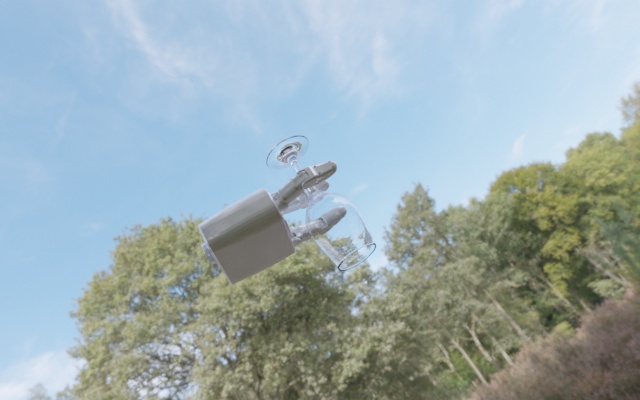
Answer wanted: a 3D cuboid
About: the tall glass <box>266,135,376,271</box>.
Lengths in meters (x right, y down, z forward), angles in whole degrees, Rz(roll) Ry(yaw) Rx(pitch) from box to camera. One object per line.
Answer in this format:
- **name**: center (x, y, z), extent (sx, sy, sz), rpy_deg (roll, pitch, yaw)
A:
- **tall glass**: center (0.000, 0.002, 0.688), extent (0.079, 0.201, 0.079), rpy_deg (-28, -25, -14)
